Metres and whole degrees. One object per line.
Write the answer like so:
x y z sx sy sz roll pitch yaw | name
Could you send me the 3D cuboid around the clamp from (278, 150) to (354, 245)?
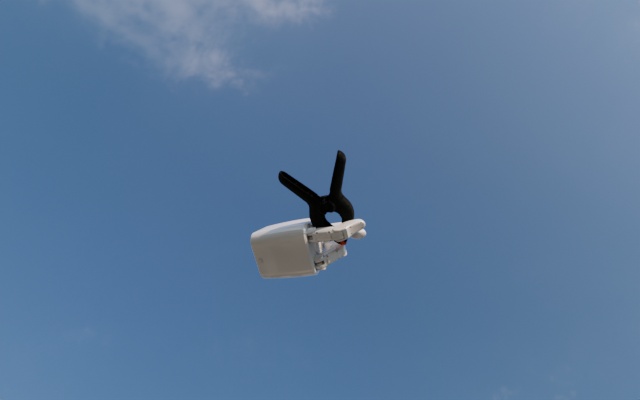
0.000 0.003 0.833 0.120 0.171 0.039 -8 21 15 | clamp
